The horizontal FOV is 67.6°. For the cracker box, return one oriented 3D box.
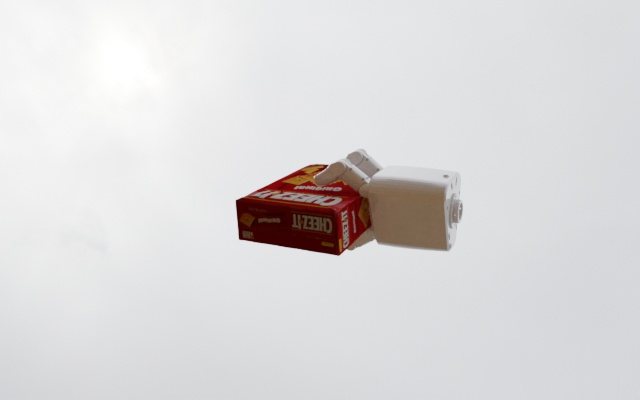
[{"bbox_3d":[0.000,0.003,0.729,0.164,0.072,0.213,5,20,27],"label":"cracker box"}]
